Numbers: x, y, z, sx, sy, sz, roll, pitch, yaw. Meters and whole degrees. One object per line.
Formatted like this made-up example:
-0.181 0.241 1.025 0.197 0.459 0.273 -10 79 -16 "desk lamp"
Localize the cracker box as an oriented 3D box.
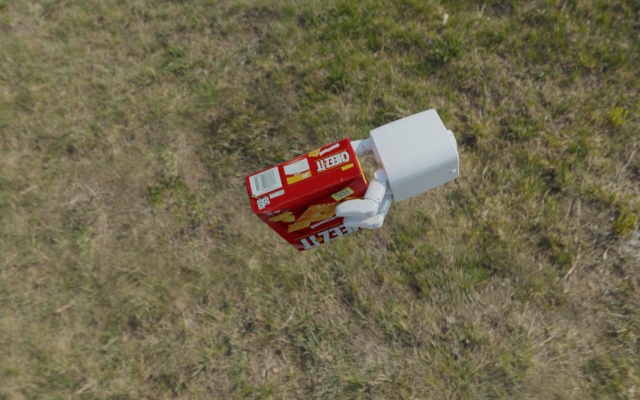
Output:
0.000 0.002 0.756 0.164 0.072 0.214 -20 -25 8 "cracker box"
